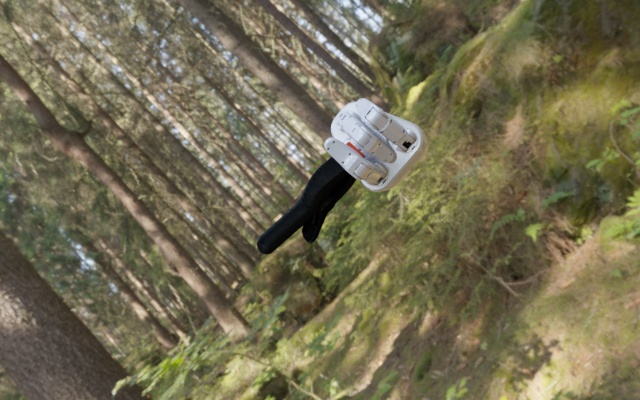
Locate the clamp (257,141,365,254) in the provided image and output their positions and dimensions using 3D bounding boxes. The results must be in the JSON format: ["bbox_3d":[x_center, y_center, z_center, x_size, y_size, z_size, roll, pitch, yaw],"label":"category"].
[{"bbox_3d":[0.000,0.001,0.612,0.039,0.171,0.120,46,15,14],"label":"clamp"}]
